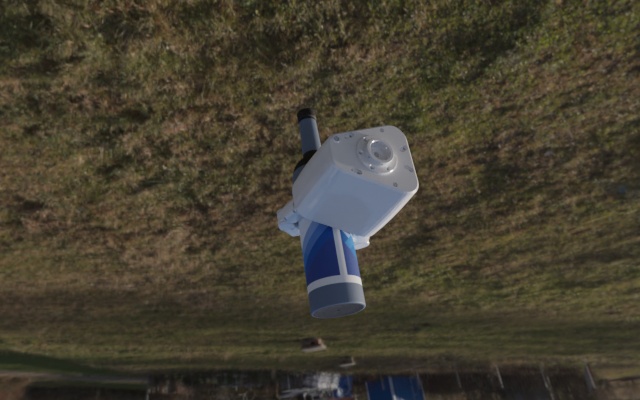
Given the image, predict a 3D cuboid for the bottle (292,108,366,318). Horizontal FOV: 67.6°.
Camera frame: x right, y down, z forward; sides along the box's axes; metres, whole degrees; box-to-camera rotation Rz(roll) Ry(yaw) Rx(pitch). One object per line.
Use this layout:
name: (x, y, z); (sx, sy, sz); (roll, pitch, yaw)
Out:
bottle: (0.000, 0.002, 0.635); (0.069, 0.295, 0.069); (-7, -27, -4)
